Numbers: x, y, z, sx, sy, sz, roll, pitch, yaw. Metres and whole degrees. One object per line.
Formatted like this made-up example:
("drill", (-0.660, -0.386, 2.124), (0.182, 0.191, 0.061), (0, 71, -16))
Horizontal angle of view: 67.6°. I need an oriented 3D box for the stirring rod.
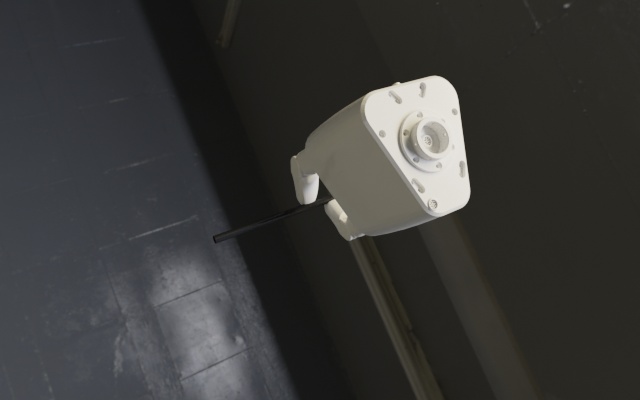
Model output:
("stirring rod", (0.000, 0.002, 0.512), (0.239, 0.011, 0.011), (-20, 8, -25))
